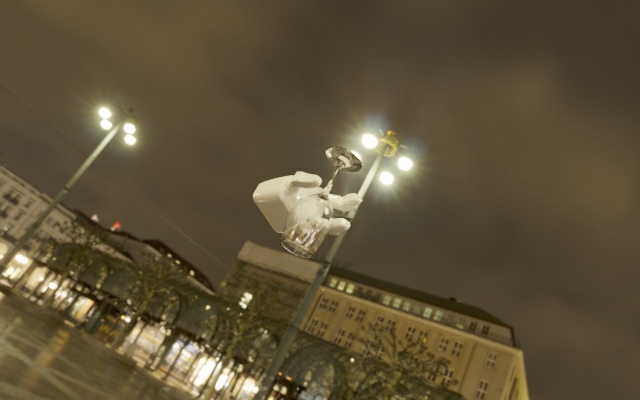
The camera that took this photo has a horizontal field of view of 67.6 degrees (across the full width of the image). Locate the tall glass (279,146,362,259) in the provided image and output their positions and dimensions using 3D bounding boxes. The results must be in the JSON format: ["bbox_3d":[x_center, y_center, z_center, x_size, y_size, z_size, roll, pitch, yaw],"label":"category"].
[{"bbox_3d":[0.000,0.002,0.851,0.079,0.201,0.079,23,-24,11],"label":"tall glass"}]
